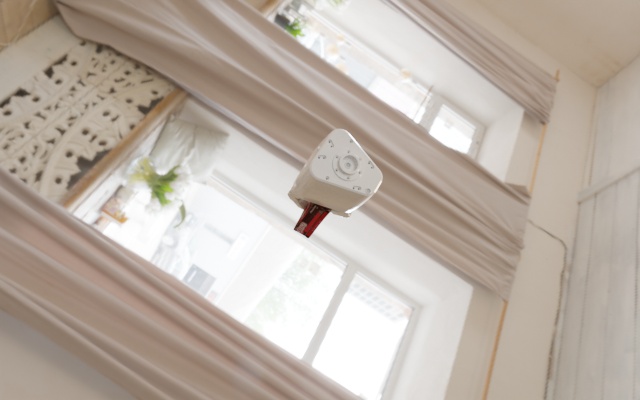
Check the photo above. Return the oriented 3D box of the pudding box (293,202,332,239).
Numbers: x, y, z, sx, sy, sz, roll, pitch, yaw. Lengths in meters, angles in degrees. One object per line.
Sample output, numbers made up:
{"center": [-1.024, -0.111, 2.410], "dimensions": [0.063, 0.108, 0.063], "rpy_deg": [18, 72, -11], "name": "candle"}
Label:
{"center": [0.000, 0.003, 0.877], "dimensions": [0.039, 0.113, 0.090], "rpy_deg": [34, -47, -5], "name": "pudding box"}
